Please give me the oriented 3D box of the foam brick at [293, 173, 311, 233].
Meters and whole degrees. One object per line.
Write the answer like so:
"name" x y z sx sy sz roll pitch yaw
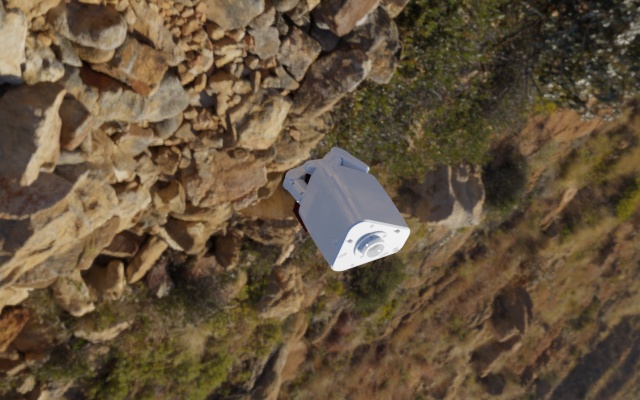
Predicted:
"foam brick" 0.000 0.002 0.711 0.053 0.078 0.051 -7 46 -32
